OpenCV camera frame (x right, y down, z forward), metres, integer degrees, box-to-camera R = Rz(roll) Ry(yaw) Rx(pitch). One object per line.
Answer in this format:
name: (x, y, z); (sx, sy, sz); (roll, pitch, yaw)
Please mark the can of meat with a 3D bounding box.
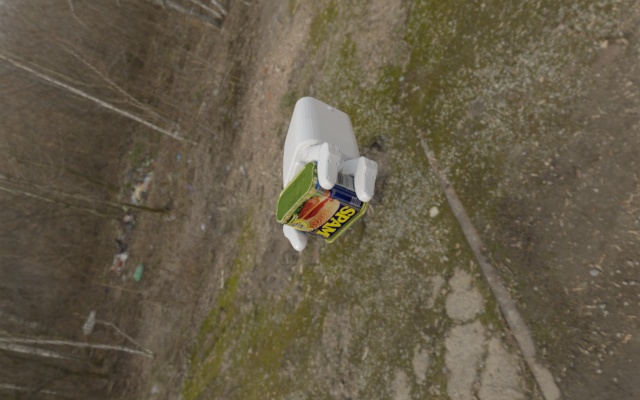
can of meat: (0.000, 0.002, 0.629); (0.084, 0.057, 0.102); (21, -45, -26)
